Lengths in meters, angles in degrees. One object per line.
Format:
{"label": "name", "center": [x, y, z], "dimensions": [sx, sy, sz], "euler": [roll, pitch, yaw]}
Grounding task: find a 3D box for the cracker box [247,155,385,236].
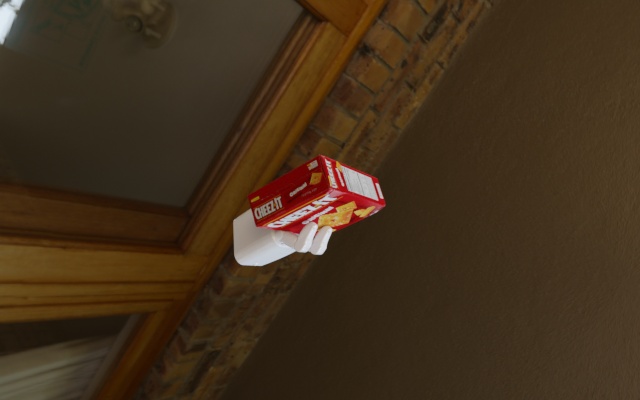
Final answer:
{"label": "cracker box", "center": [0.000, 0.003, 0.880], "dimensions": [0.164, 0.072, 0.214], "euler": [-28, -22, 26]}
